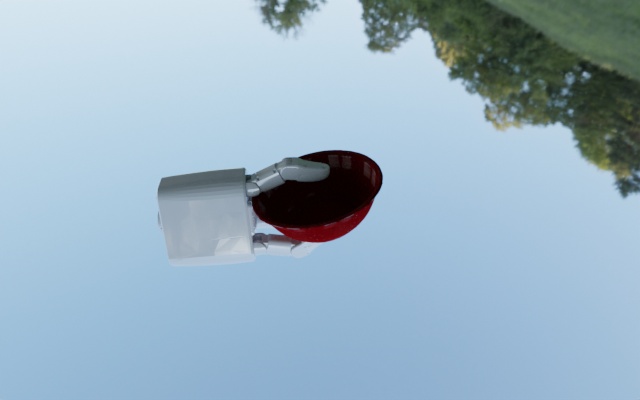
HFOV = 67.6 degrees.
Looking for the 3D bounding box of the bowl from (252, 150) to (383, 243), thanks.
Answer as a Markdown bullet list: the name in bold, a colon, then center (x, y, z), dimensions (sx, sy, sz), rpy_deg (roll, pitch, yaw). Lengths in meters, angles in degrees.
- **bowl**: center (0.001, 0.002, 0.588), dimensions (0.162, 0.055, 0.162), rpy_deg (-10, 35, 7)
